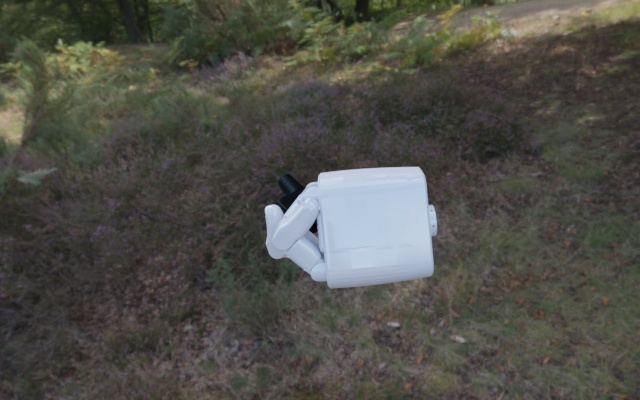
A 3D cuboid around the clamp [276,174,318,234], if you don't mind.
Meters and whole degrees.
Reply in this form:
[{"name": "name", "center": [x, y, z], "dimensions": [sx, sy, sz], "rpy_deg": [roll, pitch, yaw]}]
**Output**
[{"name": "clamp", "center": [0.000, 0.001, 0.597], "dimensions": [0.120, 0.039, 0.171], "rpy_deg": [-3, 22, 3]}]
